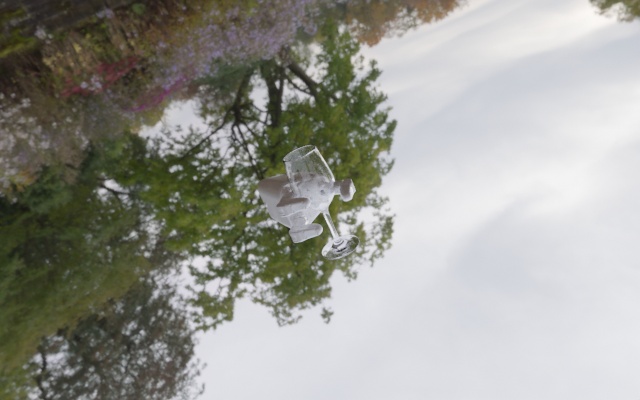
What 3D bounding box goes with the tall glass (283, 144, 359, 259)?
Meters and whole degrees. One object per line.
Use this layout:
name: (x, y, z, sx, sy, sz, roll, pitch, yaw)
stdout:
tall glass: (0.001, 0.003, 0.853, 0.079, 0.201, 0.079, -20, 23, 9)
